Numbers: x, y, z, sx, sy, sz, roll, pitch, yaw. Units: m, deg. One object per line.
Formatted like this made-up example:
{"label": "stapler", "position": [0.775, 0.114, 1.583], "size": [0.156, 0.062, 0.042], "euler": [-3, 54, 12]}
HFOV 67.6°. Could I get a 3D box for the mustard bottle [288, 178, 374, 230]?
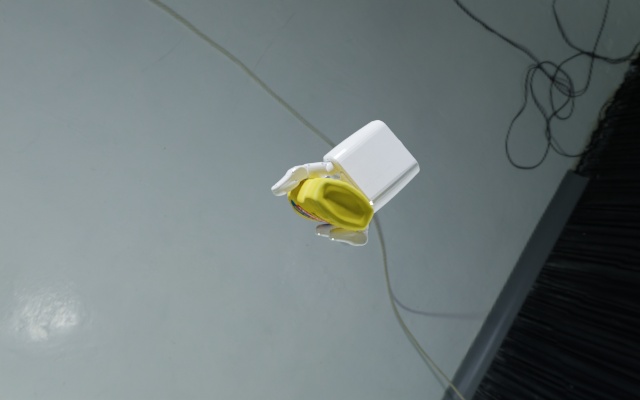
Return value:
{"label": "mustard bottle", "position": [0.000, 0.003, 0.735], "size": [0.096, 0.058, 0.191], "euler": [29, -8, -19]}
